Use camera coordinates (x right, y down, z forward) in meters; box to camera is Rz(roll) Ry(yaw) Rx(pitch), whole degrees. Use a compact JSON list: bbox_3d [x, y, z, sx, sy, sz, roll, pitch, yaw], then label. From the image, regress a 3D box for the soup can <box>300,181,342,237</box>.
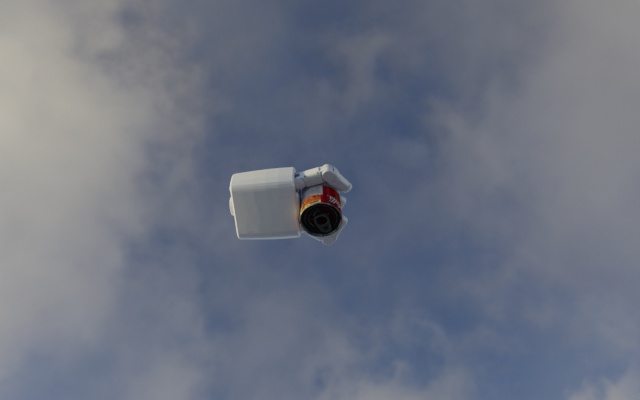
[{"bbox_3d":[0.001,0.002,0.798,0.068,0.069,0.102,0,36,-1],"label":"soup can"}]
